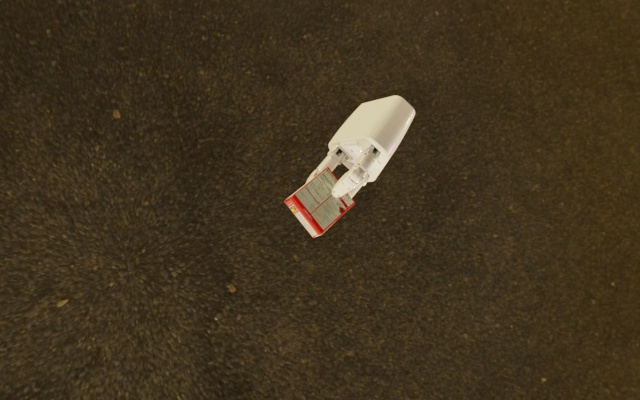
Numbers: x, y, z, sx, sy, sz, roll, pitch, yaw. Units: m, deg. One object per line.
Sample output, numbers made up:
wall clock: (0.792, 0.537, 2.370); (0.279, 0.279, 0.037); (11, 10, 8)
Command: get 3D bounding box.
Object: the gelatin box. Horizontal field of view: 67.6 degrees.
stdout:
gelatin box: (0.000, 0.002, 0.737); (0.089, 0.073, 0.030); (-41, 6, -33)
